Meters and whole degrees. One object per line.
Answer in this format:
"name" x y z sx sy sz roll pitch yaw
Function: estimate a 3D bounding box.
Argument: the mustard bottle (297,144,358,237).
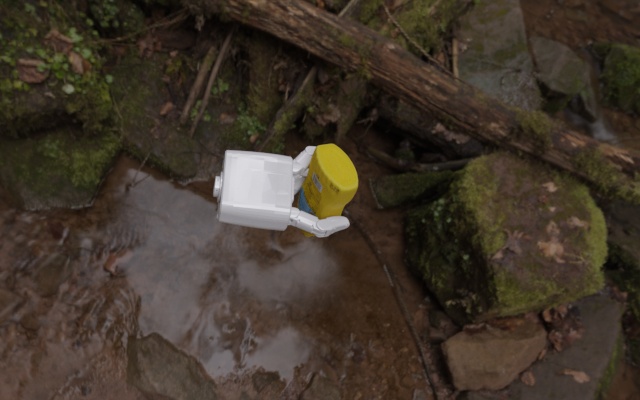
"mustard bottle" 0.001 0.002 0.798 0.058 0.096 0.192 -13 -32 -28
